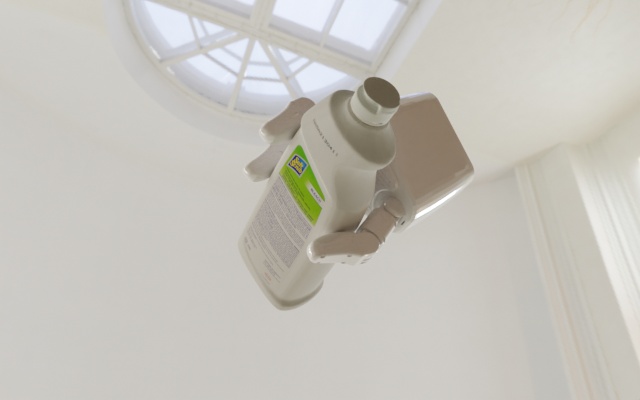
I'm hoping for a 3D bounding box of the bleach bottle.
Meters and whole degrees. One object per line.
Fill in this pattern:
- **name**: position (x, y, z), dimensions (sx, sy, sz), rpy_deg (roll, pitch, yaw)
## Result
- **bleach bottle**: position (0.000, 0.001, 0.413), dimensions (0.068, 0.102, 0.251), rpy_deg (-25, -19, -37)
